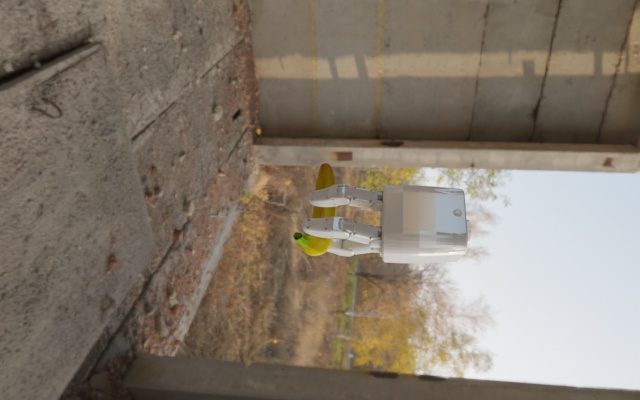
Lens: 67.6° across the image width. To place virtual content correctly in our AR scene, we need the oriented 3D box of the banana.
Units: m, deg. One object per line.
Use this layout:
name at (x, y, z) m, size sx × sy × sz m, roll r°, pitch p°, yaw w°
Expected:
banana at (0.001, 0.020, 0.691) m, size 0.037 × 0.070 × 0.197 m, roll 0°, pitch 33°, yaw 11°
